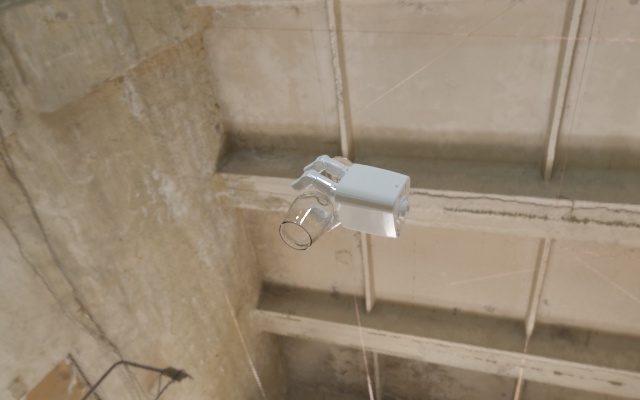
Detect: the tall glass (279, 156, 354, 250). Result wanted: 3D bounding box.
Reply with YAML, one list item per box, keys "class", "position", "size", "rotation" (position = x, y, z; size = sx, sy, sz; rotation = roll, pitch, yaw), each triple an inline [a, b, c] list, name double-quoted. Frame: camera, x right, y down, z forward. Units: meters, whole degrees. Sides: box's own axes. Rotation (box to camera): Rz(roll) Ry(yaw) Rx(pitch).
- class: "tall glass"
  position: [0.000, 0.002, 0.866]
  size: [0.079, 0.079, 0.201]
  rotation: [0, 35, 32]
